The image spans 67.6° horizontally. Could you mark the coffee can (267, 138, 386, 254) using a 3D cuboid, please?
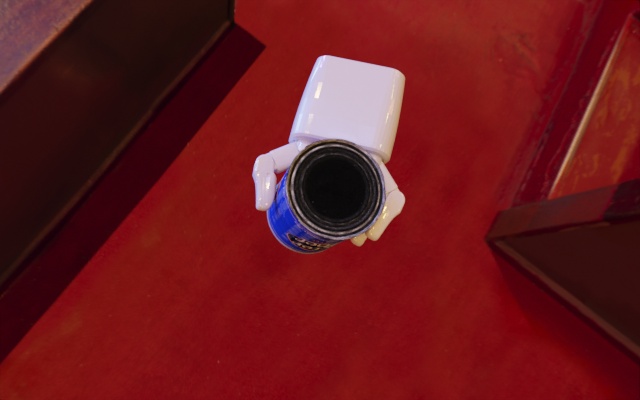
[{"bbox_3d":[0.000,0.002,0.532,0.103,0.102,0.140,0,-11,-14],"label":"coffee can"}]
